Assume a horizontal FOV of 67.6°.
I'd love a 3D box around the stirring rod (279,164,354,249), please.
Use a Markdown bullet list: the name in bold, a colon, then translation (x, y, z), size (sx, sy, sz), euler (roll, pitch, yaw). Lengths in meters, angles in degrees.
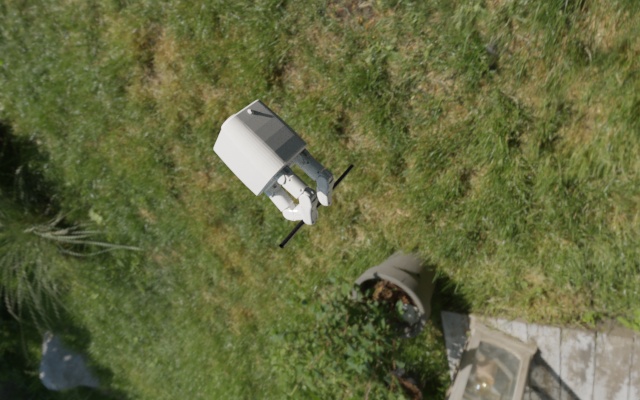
- **stirring rod**: translation (0.000, 0.002, 0.775), size (0.011, 0.011, 0.239), euler (0, 32, 34)
